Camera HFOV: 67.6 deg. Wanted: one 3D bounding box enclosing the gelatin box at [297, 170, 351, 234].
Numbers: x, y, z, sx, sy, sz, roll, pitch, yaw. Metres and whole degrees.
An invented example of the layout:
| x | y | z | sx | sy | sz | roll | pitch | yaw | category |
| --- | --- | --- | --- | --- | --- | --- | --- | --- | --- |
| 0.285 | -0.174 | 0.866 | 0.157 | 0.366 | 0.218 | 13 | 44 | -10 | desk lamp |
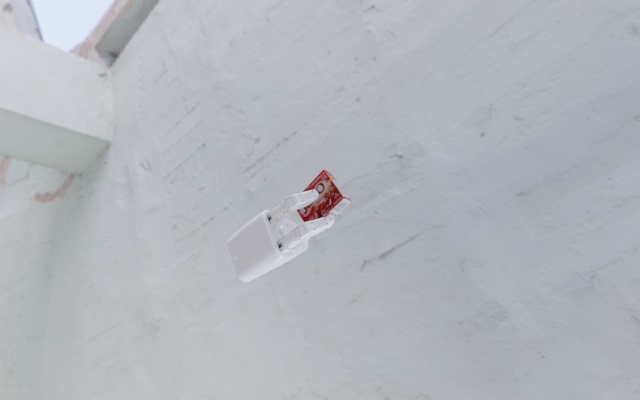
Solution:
| x | y | z | sx | sy | sz | roll | pitch | yaw | category |
| --- | --- | --- | --- | --- | --- | --- | --- | --- | --- |
| 0.001 | 0.003 | 0.840 | 0.089 | 0.073 | 0.030 | -45 | -35 | 17 | gelatin box |
